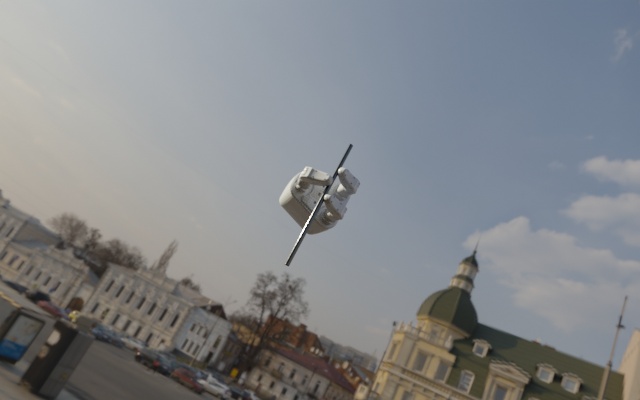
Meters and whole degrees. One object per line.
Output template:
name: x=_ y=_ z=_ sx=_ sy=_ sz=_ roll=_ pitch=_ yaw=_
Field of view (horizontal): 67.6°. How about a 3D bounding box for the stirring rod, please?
stirring rod: x=0.000 y=0.003 z=0.795 sx=0.011 sy=0.239 sz=0.011 roll=25 pitch=-20 yaw=10
